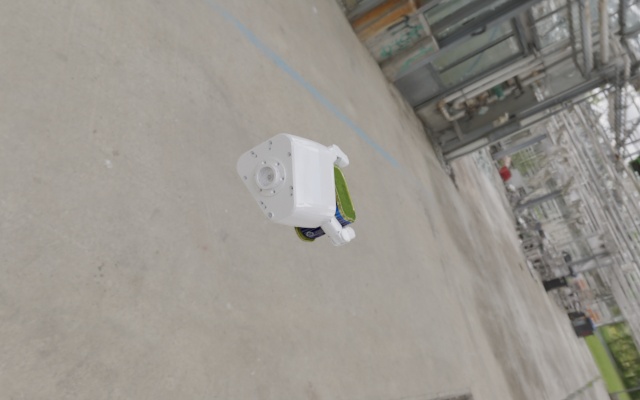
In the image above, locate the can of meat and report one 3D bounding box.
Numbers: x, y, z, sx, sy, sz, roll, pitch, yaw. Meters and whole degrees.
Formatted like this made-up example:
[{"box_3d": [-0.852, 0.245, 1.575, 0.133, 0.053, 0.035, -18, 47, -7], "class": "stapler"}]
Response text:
[{"box_3d": [0.000, 0.002, 0.741, 0.084, 0.102, 0.057, -25, -20, 24], "class": "can of meat"}]
